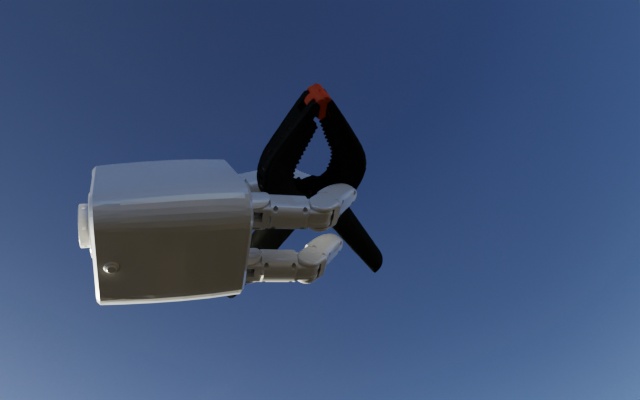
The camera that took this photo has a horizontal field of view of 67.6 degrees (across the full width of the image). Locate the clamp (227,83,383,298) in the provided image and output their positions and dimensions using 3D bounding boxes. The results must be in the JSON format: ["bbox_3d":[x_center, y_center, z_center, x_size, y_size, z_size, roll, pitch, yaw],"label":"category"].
[{"bbox_3d":[0.000,0.000,0.427,0.164,0.210,0.036,-2,36,-22],"label":"clamp"}]
